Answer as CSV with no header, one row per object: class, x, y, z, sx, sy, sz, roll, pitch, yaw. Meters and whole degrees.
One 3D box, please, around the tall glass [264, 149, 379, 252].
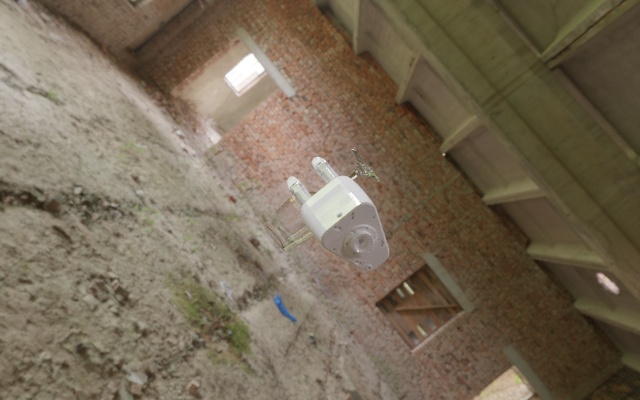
tall glass,0.001,0.002,0.819,0.201,0.079,0.079,-39,-1,1
